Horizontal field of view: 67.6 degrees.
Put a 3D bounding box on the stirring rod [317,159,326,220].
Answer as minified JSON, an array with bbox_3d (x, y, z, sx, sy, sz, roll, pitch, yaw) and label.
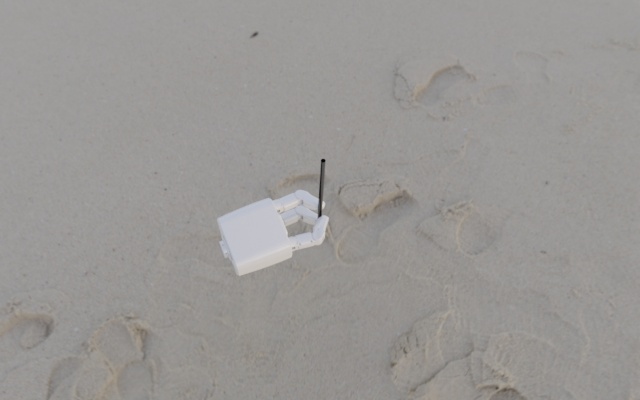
[{"bbox_3d":[0.000,0.003,0.871,0.011,0.011,0.240,0,-34,-2],"label":"stirring rod"}]
